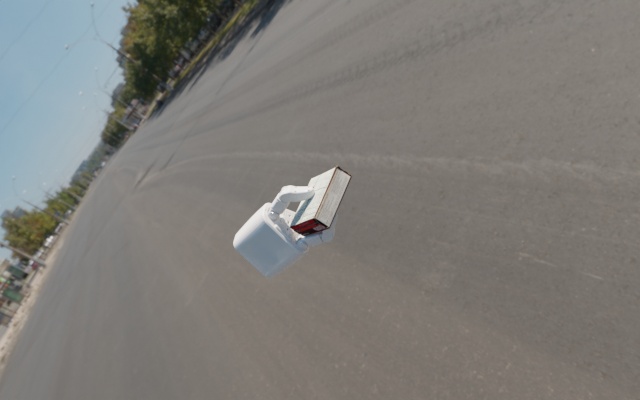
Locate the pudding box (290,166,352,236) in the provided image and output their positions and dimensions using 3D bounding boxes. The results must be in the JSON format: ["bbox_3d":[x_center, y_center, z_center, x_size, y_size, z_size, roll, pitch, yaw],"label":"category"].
[{"bbox_3d":[0.000,0.003,0.836,0.039,0.113,0.090,33,-26,-22],"label":"pudding box"}]
